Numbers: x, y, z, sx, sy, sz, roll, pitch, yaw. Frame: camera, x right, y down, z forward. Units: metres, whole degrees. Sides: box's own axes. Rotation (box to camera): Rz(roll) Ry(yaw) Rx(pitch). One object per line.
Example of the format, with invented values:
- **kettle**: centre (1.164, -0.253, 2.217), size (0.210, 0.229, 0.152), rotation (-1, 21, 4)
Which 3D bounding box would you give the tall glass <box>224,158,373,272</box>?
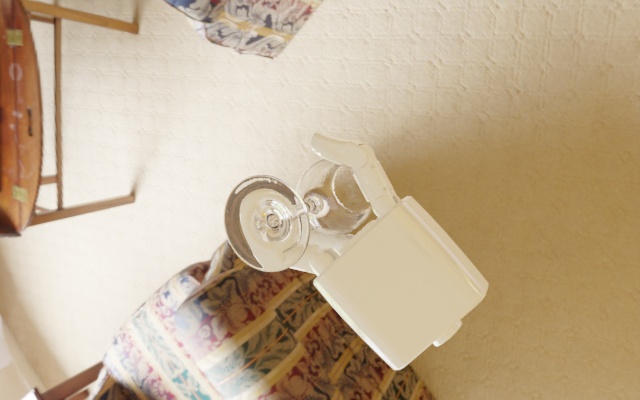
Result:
- **tall glass**: centre (0.000, 0.001, 0.443), size (0.079, 0.079, 0.201), rotation (0, 10, 25)
